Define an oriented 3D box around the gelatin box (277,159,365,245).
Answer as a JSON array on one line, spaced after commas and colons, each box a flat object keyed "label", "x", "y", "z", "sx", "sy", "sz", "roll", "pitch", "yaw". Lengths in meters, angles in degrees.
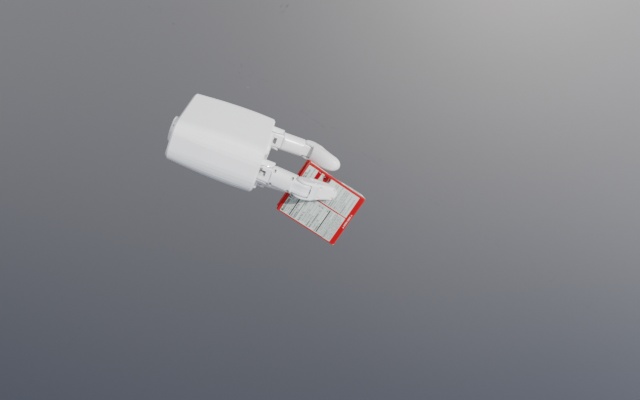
[{"label": "gelatin box", "x": 0.000, "y": 0.002, "z": 0.607, "sx": 0.089, "sy": 0.073, "sz": 0.030, "roll": 33, "pitch": 8, "yaw": -8}]
